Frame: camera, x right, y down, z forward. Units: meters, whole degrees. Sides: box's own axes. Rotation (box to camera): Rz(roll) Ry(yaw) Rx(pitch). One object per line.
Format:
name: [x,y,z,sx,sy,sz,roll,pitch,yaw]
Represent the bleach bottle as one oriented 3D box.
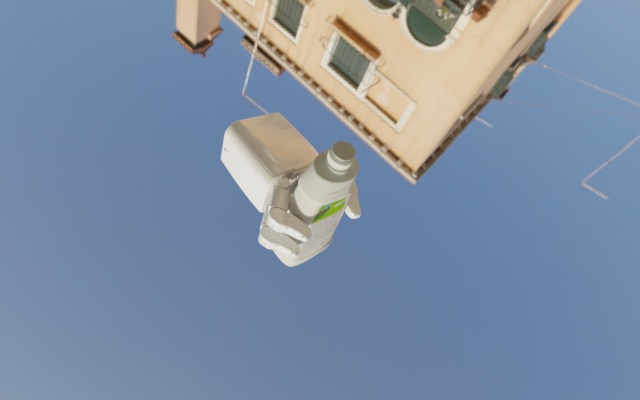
bleach bottle: [0.000,0.002,0.653,0.102,0.068,0.251,-31,-17,-31]
